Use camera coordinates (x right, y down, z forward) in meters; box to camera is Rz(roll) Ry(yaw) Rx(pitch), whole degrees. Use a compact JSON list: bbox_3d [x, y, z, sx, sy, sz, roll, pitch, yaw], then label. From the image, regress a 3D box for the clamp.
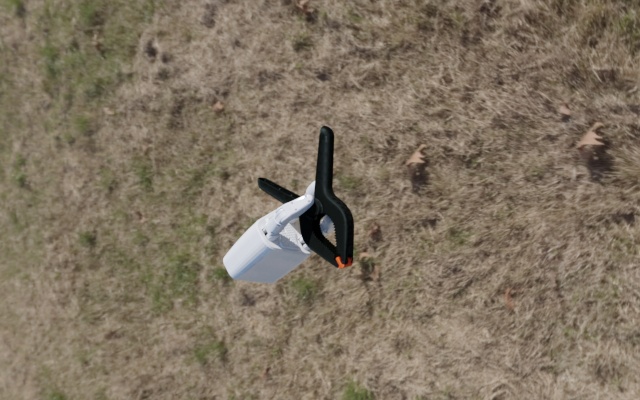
[{"bbox_3d":[0.000,0.003,0.734,0.165,0.210,0.036,-43,-20,30],"label":"clamp"}]
